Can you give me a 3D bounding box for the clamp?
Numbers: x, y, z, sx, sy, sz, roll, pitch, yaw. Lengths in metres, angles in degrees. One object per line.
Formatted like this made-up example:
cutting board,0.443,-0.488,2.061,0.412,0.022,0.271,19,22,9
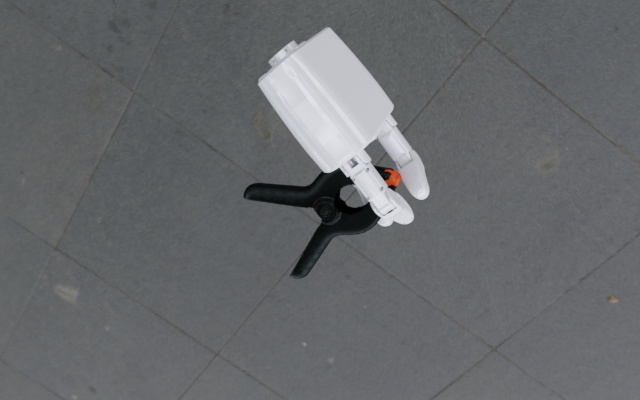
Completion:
clamp,0.000,0.002,0.511,0.171,0.120,0.039,-35,12,22
